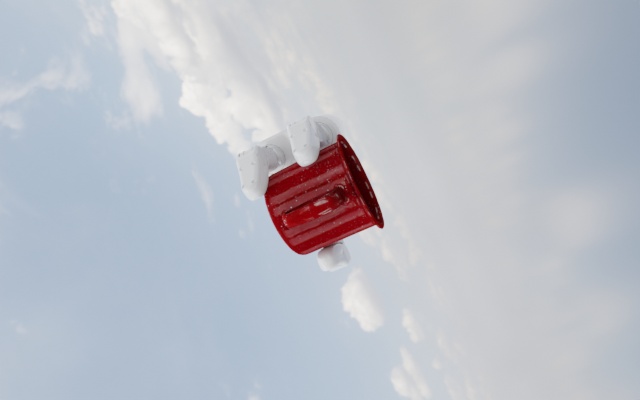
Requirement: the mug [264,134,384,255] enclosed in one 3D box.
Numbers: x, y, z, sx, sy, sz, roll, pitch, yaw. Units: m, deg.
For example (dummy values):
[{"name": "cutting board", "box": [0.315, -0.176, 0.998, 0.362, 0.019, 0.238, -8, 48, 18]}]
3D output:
[{"name": "mug", "box": [0.000, 0.002, 0.423, 0.081, 0.093, 0.117, -25, 7, 13]}]
